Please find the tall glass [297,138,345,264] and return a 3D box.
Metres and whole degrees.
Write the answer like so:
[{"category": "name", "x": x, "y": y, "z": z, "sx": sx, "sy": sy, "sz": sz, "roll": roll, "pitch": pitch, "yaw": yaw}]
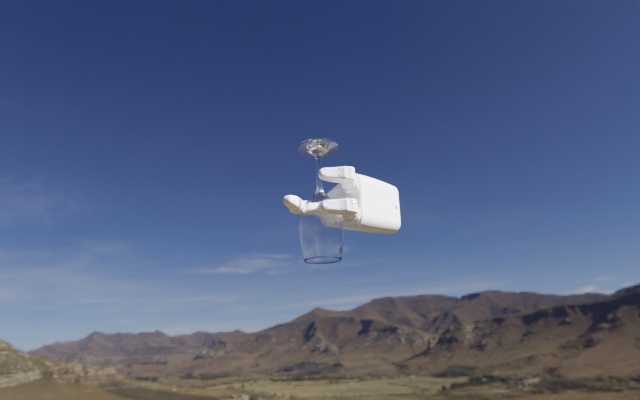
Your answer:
[{"category": "tall glass", "x": 0.000, "y": 0.002, "z": 0.802, "sx": 0.079, "sy": 0.201, "sz": 0.079, "roll": -2, "pitch": -17, "yaw": -1}]
